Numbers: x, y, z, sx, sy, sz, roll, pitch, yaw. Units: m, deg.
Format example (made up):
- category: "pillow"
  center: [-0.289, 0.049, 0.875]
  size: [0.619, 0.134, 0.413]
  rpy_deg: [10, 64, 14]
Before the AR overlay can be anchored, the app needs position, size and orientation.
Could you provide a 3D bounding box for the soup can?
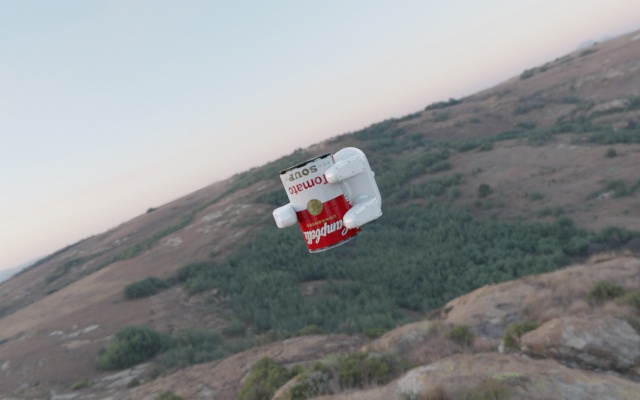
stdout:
- category: "soup can"
  center: [0.000, 0.002, 0.565]
  size: [0.068, 0.102, 0.068]
  rpy_deg: [-21, 5, 2]
